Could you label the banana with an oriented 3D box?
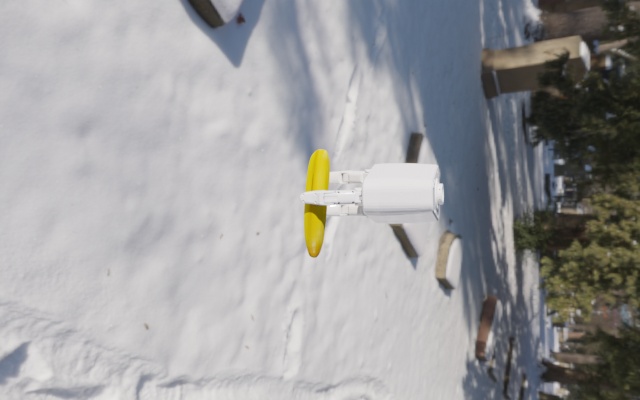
[{"bbox_3d":[-0.004,-0.007,0.793,0.037,0.197,0.070,1,-20,13],"label":"banana"}]
